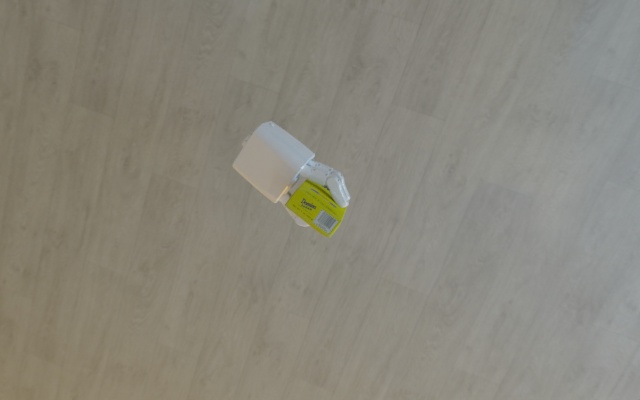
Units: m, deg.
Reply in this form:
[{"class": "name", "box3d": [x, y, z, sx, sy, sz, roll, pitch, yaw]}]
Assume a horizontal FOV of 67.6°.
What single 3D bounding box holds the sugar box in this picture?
[{"class": "sugar box", "box3d": [0.000, 0.002, 0.861, 0.093, 0.048, 0.176, 38, 16, -2]}]
